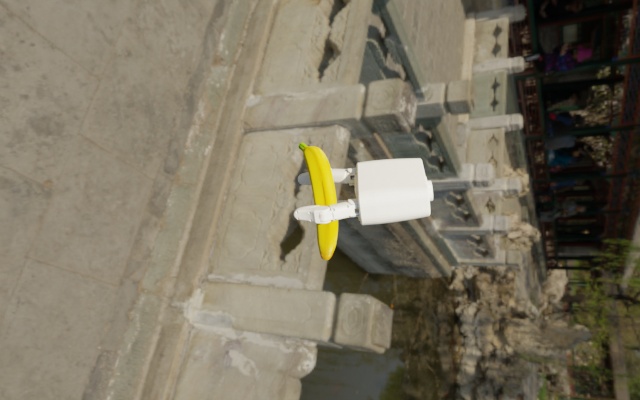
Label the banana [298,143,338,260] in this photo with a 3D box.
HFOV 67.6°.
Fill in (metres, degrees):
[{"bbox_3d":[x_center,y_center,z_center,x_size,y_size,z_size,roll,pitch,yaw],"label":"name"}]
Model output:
[{"bbox_3d":[0.003,-0.002,0.760,0.037,0.198,0.069,-9,-2,-12],"label":"banana"}]
